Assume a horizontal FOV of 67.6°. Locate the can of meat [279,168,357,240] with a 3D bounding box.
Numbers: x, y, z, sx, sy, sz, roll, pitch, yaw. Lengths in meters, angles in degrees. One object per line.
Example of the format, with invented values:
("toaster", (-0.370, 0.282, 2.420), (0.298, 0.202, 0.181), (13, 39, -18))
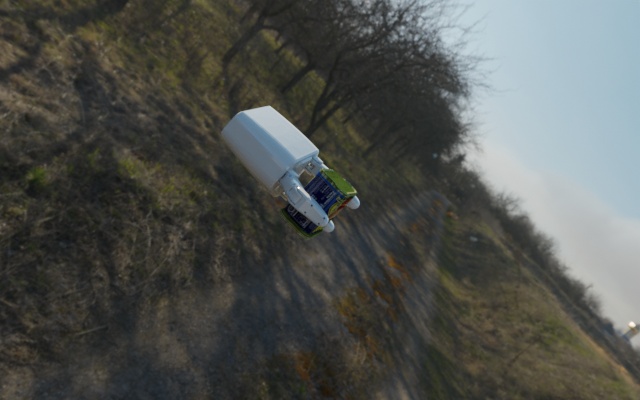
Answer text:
("can of meat", (0.000, 0.002, 0.674), (0.057, 0.084, 0.102), (45, 12, 8))
